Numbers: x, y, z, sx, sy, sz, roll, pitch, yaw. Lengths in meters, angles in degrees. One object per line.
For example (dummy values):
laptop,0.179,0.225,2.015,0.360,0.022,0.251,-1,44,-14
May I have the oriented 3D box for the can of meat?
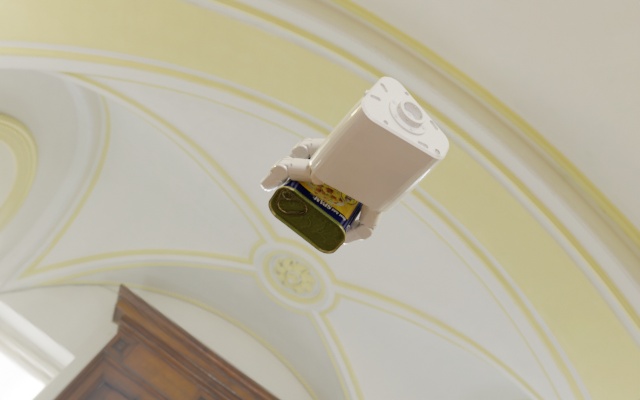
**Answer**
can of meat,0.000,0.002,0.599,0.057,0.102,0.084,-52,1,45
